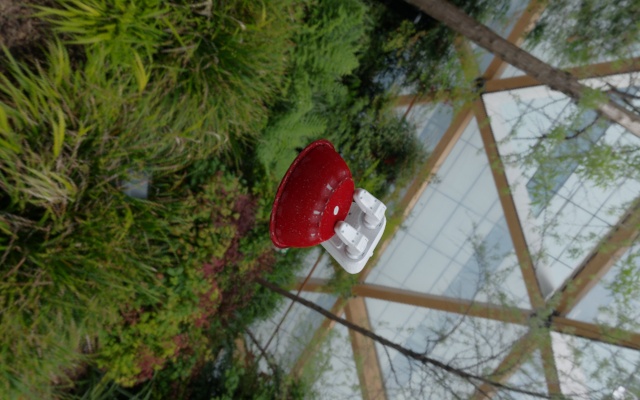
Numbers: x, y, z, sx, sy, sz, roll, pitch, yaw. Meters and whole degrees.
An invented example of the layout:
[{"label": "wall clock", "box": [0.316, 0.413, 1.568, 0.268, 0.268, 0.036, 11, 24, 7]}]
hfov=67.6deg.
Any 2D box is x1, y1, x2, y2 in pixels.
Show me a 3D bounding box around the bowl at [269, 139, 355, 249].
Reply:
[{"label": "bowl", "box": [0.000, 0.002, 0.641, 0.055, 0.162, 0.162, 25, 10, 22]}]
